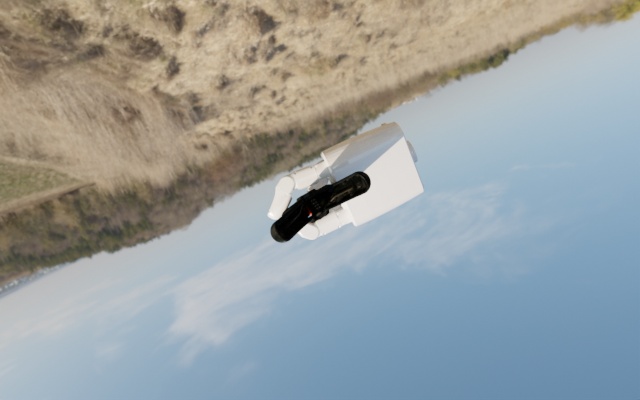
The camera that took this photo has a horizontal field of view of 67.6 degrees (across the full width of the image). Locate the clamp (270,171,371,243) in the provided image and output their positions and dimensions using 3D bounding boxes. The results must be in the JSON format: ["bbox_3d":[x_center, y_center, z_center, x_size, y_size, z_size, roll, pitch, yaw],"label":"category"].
[{"bbox_3d":[0.000,0.002,0.570,0.120,0.039,0.171,-25,6,1],"label":"clamp"}]
